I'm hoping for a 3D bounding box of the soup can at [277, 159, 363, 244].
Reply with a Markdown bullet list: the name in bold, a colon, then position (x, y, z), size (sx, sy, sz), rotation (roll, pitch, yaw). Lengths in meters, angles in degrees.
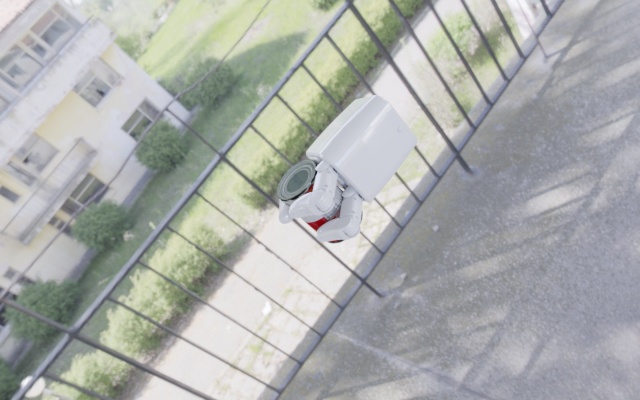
- **soup can**: position (0.000, 0.002, 0.632), size (0.068, 0.068, 0.102), rotation (0, -35, 48)
